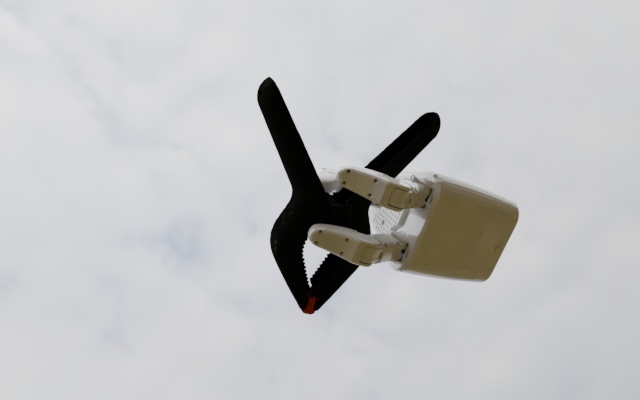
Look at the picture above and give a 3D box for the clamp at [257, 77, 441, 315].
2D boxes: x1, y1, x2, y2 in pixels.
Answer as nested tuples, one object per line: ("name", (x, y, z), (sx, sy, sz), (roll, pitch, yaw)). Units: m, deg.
("clamp", (0.000, 0.002, 0.418), (0.164, 0.210, 0.036), (14, 17, -24))
